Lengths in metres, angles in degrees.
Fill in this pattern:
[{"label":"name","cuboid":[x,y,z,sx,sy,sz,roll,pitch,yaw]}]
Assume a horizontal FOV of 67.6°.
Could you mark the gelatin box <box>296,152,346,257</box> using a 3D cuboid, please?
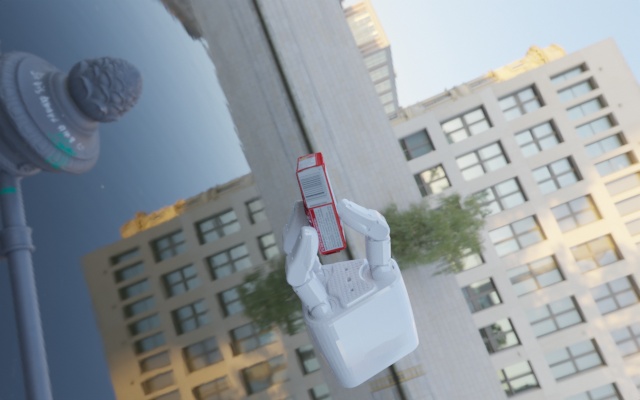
[{"label":"gelatin box","cuboid":[0.000,0.001,0.483,0.030,0.089,0.073,-15,15,3]}]
